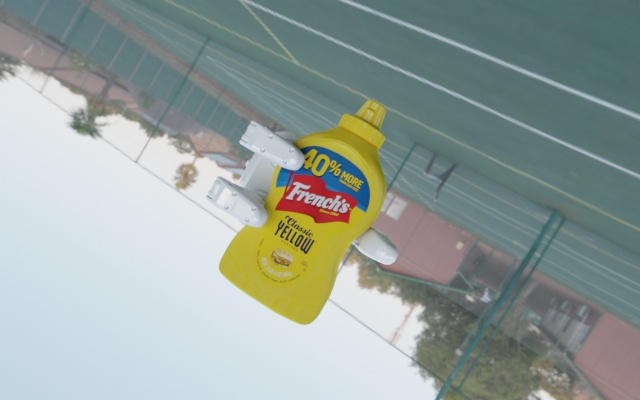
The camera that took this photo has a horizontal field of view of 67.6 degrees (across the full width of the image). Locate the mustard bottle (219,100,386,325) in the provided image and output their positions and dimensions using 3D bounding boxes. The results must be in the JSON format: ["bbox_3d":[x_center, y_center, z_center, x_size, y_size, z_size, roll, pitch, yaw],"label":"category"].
[{"bbox_3d":[0.000,0.002,0.407,0.096,0.191,0.058,31,2,10],"label":"mustard bottle"}]
